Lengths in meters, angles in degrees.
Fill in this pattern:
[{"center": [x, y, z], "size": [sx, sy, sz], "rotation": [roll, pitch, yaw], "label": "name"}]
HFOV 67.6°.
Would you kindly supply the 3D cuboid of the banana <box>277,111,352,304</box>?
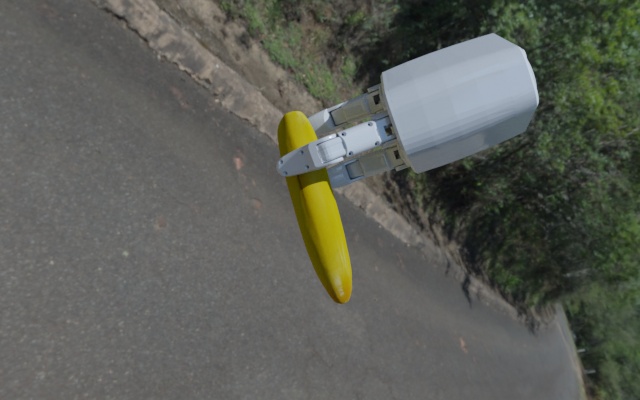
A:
[{"center": [-0.006, -0.007, 0.432], "size": [0.037, 0.197, 0.070], "rotation": [-18, -19, 10], "label": "banana"}]
